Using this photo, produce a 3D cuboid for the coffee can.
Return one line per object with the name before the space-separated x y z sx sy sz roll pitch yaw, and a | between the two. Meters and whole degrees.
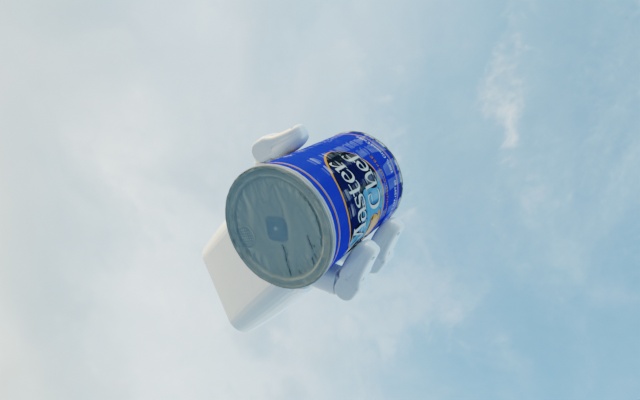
coffee can | 0.000 0.001 0.426 0.103 0.103 0.140 0 18 32
